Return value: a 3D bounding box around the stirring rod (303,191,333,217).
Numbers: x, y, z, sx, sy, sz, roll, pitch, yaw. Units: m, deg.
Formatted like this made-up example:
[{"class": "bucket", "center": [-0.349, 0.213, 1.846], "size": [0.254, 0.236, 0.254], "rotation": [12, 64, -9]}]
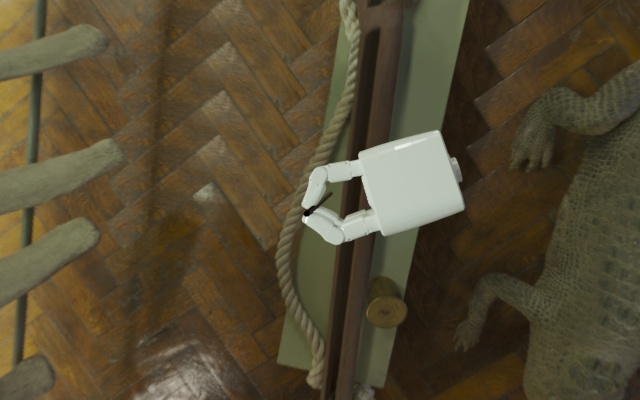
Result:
[{"class": "stirring rod", "center": [0.000, 0.002, 0.695], "size": [0.011, 0.011, 0.239], "rotation": [0, 7, 8]}]
